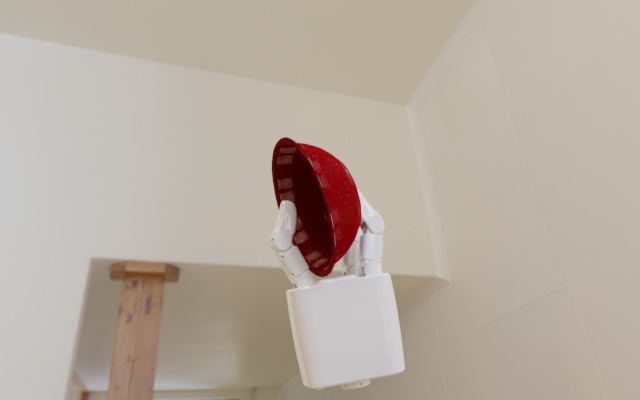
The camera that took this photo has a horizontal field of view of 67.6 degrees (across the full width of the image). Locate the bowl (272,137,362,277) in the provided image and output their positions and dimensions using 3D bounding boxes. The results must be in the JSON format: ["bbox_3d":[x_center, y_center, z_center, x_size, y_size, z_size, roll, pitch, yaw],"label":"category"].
[{"bbox_3d":[0.000,0.000,0.542,0.055,0.162,0.162,-18,7,-22],"label":"bowl"}]
